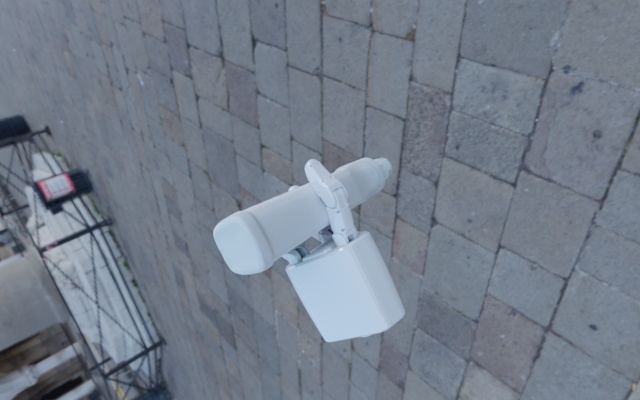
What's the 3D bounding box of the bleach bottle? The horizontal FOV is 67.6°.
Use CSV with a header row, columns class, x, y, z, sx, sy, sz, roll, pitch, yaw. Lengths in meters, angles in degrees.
class,x,y,z,sx,sy,sz,roll,pitch,yaw
bleach bottle,0.000,0.002,0.579,0.250,0.068,0.102,-28,4,-33
